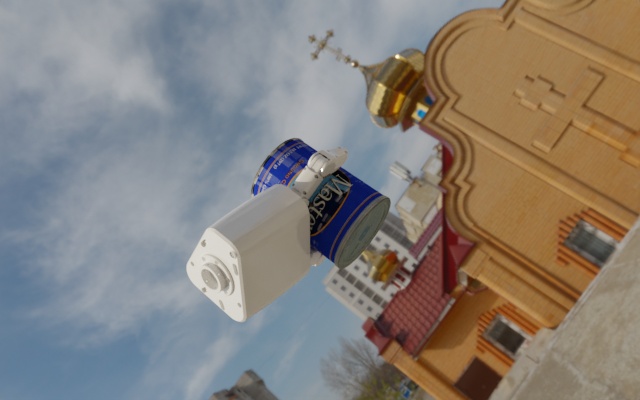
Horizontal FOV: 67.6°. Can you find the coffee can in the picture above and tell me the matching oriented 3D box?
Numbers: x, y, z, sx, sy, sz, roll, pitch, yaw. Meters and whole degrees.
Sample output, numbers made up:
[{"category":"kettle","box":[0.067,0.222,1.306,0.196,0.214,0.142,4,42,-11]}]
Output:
[{"category":"coffee can","box":[0.000,0.002,0.589,0.140,0.103,0.103,36,13,20]}]
